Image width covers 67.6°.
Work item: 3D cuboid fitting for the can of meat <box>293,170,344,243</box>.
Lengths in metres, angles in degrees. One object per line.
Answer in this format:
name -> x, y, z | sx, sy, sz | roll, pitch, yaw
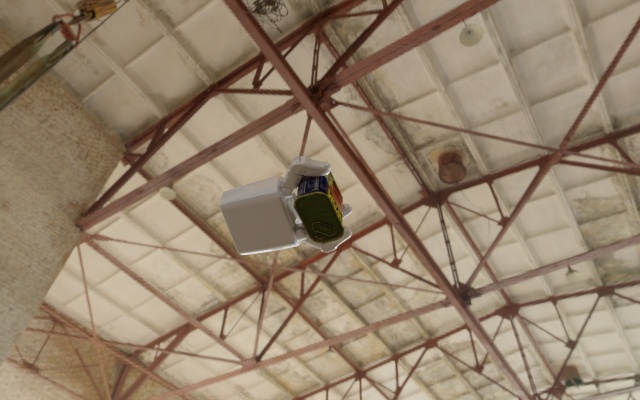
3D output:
can of meat -> 0.000, 0.002, 0.762 | 0.057, 0.102, 0.084 | -15, 37, 15
